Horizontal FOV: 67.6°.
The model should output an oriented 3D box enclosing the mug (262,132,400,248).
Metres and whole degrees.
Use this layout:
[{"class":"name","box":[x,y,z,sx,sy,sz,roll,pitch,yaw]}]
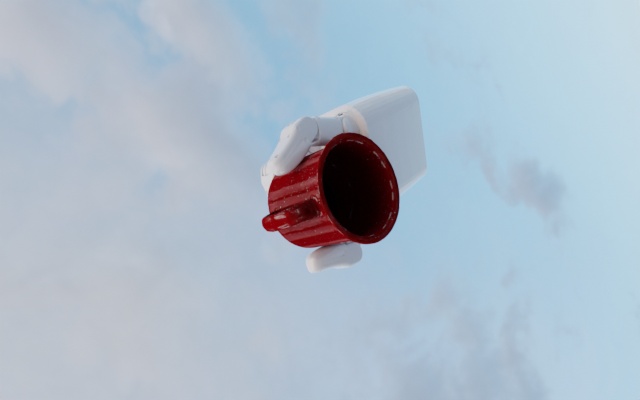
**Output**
[{"class":"mug","box":[-0.001,0.002,0.407,0.117,0.093,0.081,-28,8,-42]}]
